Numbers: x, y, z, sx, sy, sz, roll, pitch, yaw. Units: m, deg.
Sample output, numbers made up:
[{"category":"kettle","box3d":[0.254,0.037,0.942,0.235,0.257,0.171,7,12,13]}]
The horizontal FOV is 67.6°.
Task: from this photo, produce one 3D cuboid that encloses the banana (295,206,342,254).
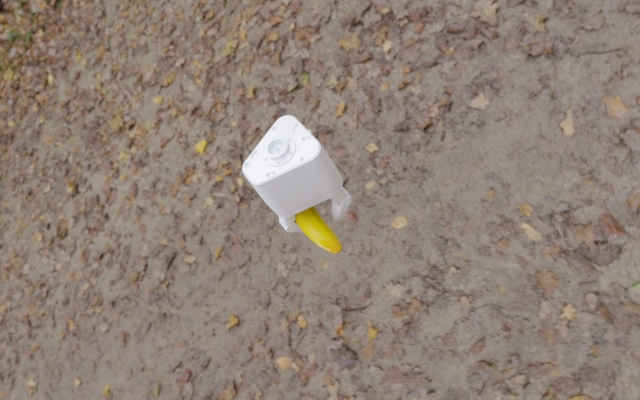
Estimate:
[{"category":"banana","box3d":[-0.019,0.003,0.778,0.069,0.197,0.037,-10,-34,-6]}]
